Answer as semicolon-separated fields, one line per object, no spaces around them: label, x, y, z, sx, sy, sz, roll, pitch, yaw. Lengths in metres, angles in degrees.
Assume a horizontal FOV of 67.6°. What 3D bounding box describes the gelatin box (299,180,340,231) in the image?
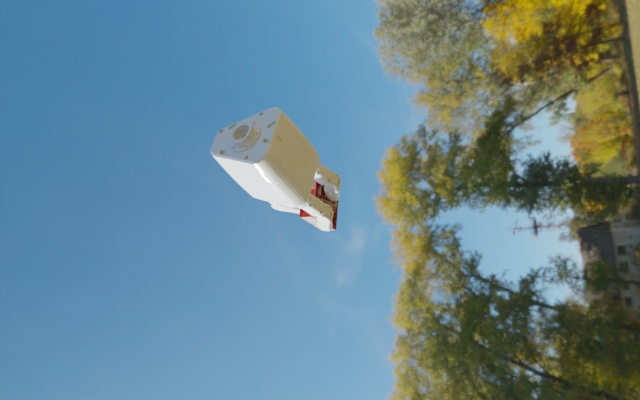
gelatin box;0.000;0.003;0.767;0.030;0.073;0.089;-3;-19;25
